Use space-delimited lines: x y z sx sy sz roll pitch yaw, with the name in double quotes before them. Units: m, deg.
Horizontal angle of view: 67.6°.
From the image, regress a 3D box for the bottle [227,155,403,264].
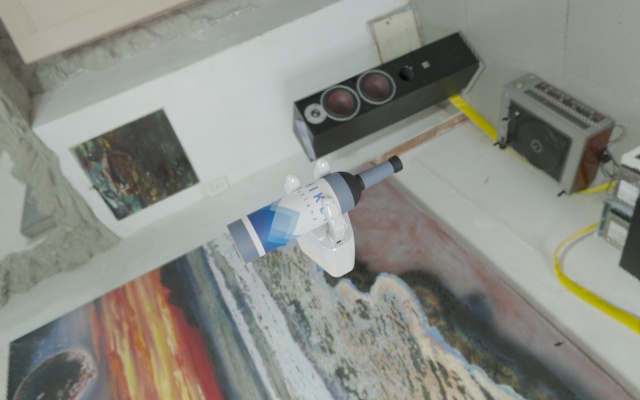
"bottle" 0.000 0.003 0.756 0.295 0.069 0.069 -27 6 -11
